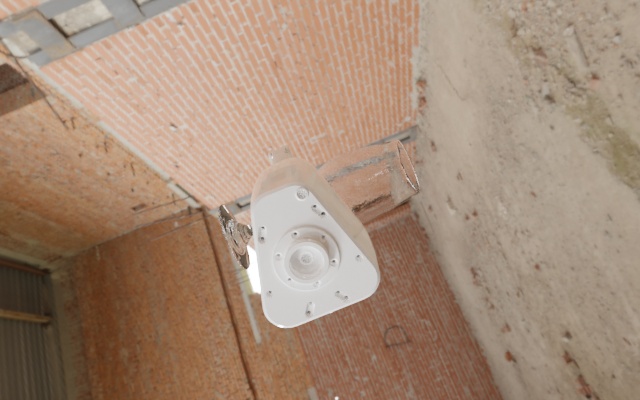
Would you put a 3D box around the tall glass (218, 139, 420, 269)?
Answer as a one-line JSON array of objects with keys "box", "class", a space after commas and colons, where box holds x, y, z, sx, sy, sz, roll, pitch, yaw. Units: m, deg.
[{"box": [-0.001, 0.002, 0.505, 0.201, 0.079, 0.079, -22, -1, 2], "class": "tall glass"}]
